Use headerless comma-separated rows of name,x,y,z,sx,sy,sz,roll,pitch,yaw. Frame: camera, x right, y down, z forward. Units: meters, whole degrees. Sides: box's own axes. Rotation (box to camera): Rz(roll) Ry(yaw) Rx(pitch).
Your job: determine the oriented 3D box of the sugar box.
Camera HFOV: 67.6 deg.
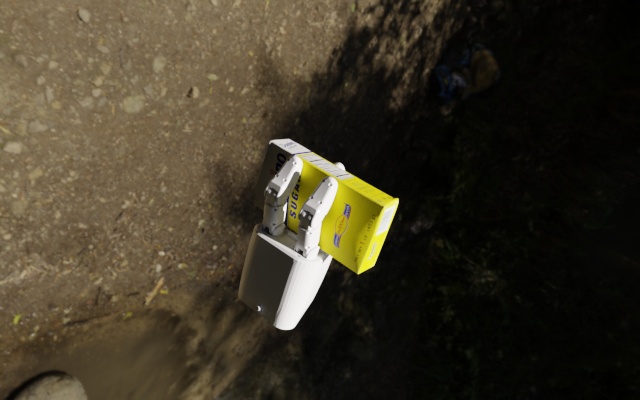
sugar box,0.000,0.002,0.580,0.176,0.093,0.048,30,25,25
